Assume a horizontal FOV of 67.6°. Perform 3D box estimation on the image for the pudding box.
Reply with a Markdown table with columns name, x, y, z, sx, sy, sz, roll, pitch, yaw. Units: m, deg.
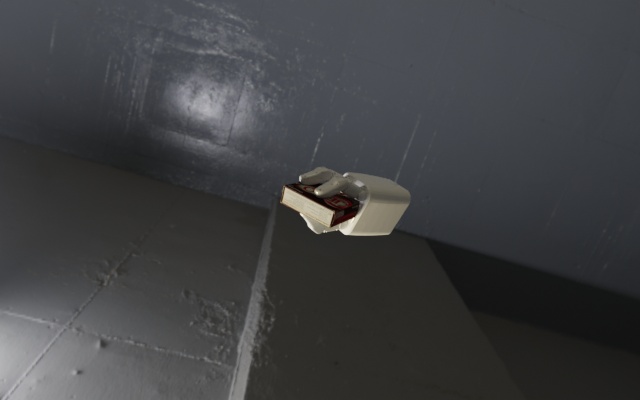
| name | x | y | z | sx | sy | sz | roll | pitch | yaw |
| --- | --- | --- | --- | --- | --- | --- | --- | --- | --- |
| pudding box | 0.000 | 0.003 | 0.849 | 0.113 | 0.039 | 0.090 | 24 | 21 | 27 |
